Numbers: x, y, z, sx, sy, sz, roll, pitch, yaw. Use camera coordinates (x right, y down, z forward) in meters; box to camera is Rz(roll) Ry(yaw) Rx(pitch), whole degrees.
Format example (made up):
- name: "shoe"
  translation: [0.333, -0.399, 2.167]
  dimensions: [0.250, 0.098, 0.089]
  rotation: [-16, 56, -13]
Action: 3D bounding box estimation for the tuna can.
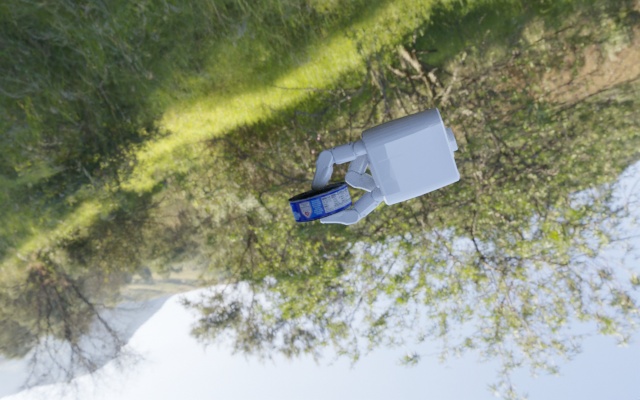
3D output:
- name: "tuna can"
  translation: [0.000, 0.003, 0.672]
  dimensions: [0.086, 0.034, 0.086]
  rotation: [-17, 7, 2]
